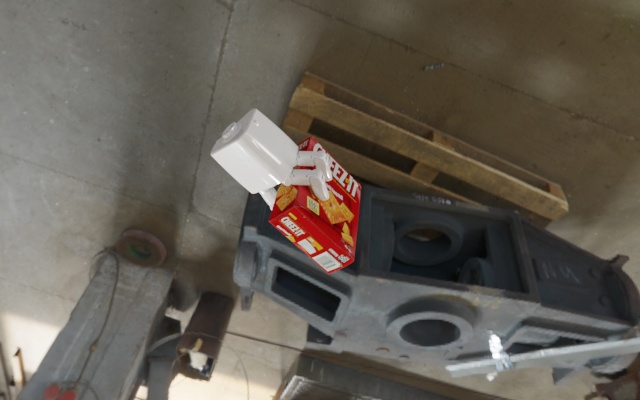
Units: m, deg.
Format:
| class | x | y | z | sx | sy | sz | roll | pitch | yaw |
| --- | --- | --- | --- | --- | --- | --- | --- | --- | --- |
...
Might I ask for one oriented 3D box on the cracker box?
| class | x | y | z | sx | sy | sz | roll | pitch | yaw |
| --- | --- | --- | --- | --- | --- | --- | --- | --- | --- |
| cracker box | 0.000 | 0.003 | 0.898 | 0.072 | 0.213 | 0.164 | -29 | -59 | 30 |
